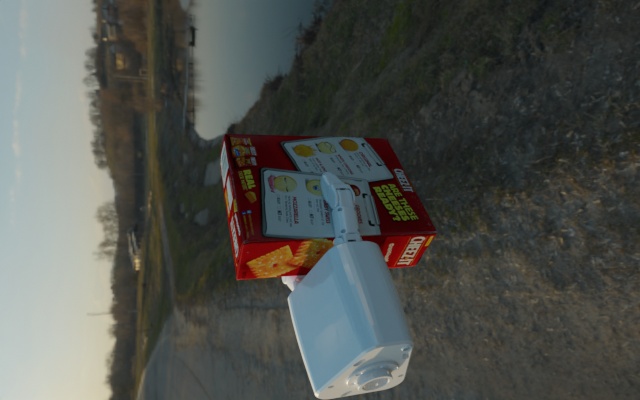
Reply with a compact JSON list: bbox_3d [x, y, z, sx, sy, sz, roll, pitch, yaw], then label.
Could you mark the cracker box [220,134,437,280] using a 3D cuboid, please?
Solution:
[{"bbox_3d":[0.000,0.002,0.553,0.214,0.164,0.072,-1,-43,-20],"label":"cracker box"}]
